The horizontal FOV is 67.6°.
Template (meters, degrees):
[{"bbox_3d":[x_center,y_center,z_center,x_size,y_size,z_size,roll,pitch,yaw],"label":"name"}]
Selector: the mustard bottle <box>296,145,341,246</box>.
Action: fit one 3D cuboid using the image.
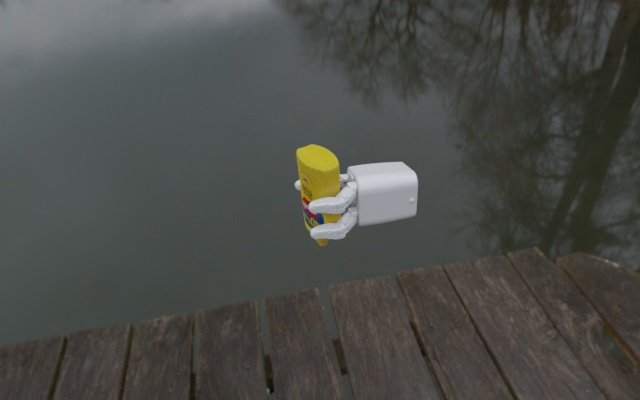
[{"bbox_3d":[0.000,0.003,0.853,0.058,0.192,0.096,-23,39,-24],"label":"mustard bottle"}]
